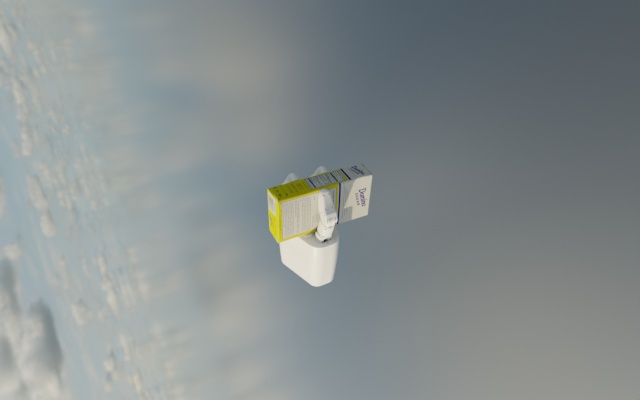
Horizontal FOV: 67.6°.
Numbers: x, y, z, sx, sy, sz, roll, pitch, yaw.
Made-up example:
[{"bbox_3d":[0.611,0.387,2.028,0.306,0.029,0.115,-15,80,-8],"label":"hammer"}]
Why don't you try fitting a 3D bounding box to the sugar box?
[{"bbox_3d":[0.000,0.002,0.812,0.176,0.093,0.048,-17,43,-24],"label":"sugar box"}]
